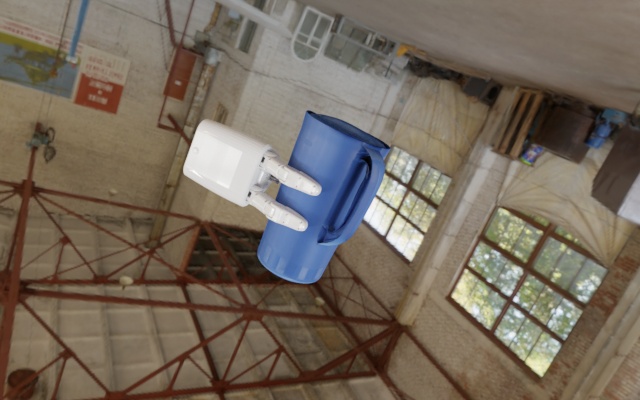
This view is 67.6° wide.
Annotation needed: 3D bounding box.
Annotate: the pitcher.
[{"bbox_3d":[0.000,0.002,0.708,0.145,0.243,0.149,26,15,8],"label":"pitcher"}]
